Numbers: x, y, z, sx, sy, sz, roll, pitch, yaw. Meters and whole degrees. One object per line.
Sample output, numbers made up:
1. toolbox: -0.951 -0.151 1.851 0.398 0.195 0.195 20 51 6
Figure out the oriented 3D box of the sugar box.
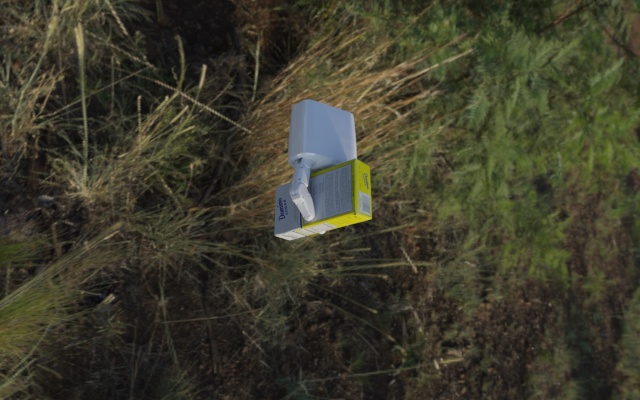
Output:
1. sugar box: 0.001 0.003 0.784 0.176 0.093 0.048 -18 -27 40
